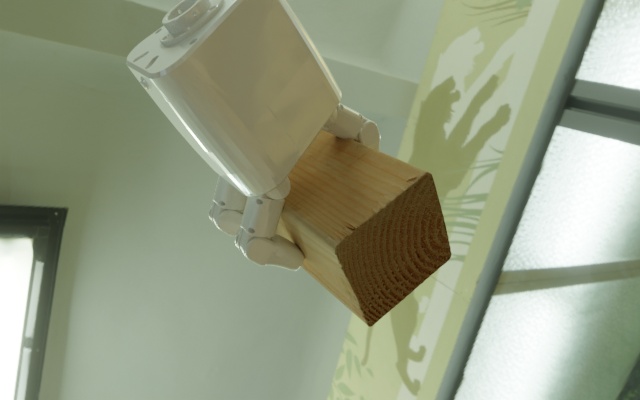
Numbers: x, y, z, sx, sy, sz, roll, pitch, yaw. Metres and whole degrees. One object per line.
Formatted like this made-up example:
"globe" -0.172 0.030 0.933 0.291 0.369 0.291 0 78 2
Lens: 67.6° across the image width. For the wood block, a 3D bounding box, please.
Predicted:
"wood block" 0.000 0.001 0.414 0.091 0.090 0.206 -36 37 -17
